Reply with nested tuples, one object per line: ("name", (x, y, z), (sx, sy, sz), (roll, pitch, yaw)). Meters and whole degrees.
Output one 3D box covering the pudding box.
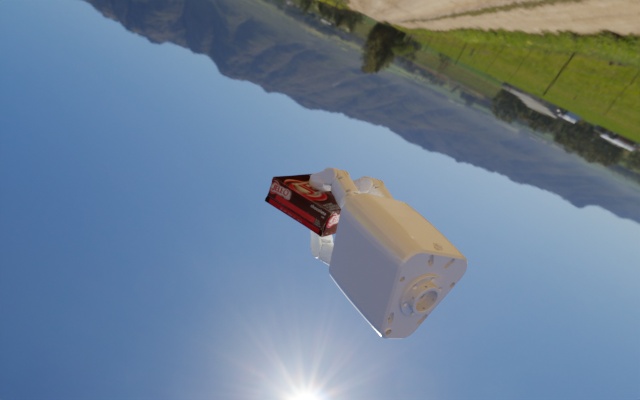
("pudding box", (0.000, 0.002, 0.593), (0.090, 0.039, 0.113), (32, 18, 24))
